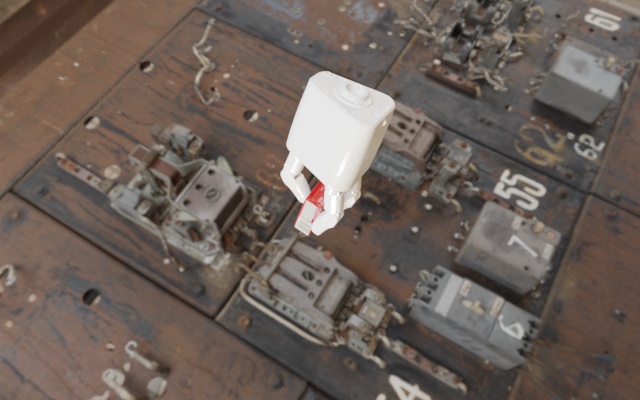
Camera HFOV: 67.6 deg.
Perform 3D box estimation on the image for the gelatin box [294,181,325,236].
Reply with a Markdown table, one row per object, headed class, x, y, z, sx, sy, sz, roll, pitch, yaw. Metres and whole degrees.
| class | x | y | z | sx | sy | sz | roll | pitch | yaw |
| --- | --- | --- | --- | --- | --- | --- | --- | --- | --- |
| gelatin box | 0.000 | 0.002 | 0.711 | 0.030 | 0.073 | 0.089 | 35 | -34 | 6 |
